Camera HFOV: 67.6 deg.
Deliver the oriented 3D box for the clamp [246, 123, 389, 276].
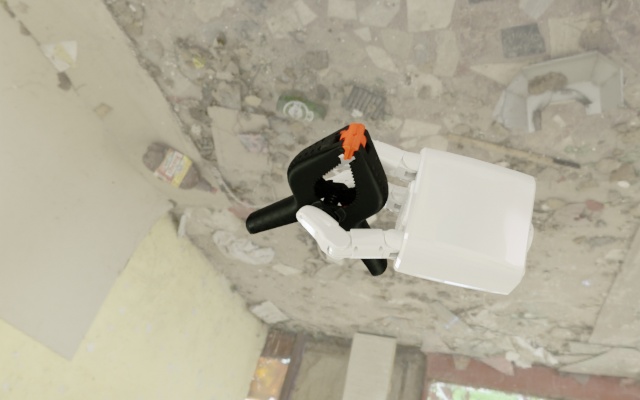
[{"bbox_3d":[0.000,0.002,0.465,0.164,0.036,0.210,14,-34,6],"label":"clamp"}]
